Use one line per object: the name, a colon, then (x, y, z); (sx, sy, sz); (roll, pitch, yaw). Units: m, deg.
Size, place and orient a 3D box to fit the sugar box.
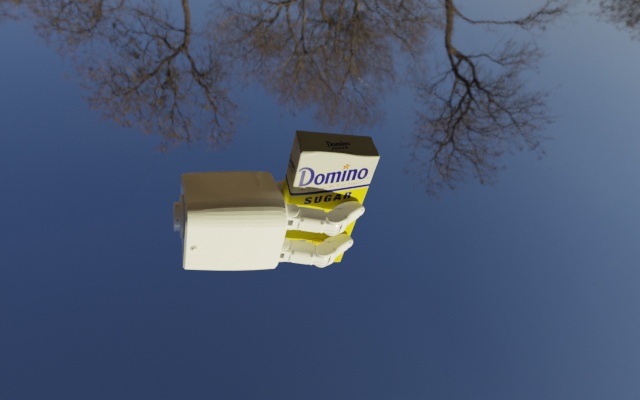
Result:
sugar box: (0.000, 0.002, 0.579); (0.093, 0.176, 0.048); (2, 44, -17)
